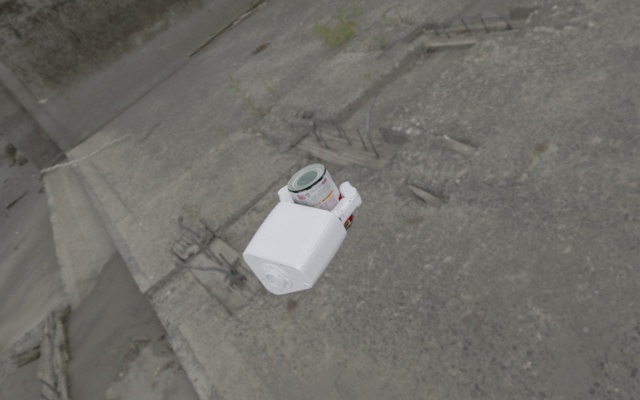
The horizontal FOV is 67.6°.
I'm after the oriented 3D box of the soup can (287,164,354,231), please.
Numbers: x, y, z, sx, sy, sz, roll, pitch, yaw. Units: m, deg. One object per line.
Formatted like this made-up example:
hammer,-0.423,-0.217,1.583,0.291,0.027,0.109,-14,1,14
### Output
soup can,0.000,0.002,0.746,0.068,0.102,0.068,-23,30,14
